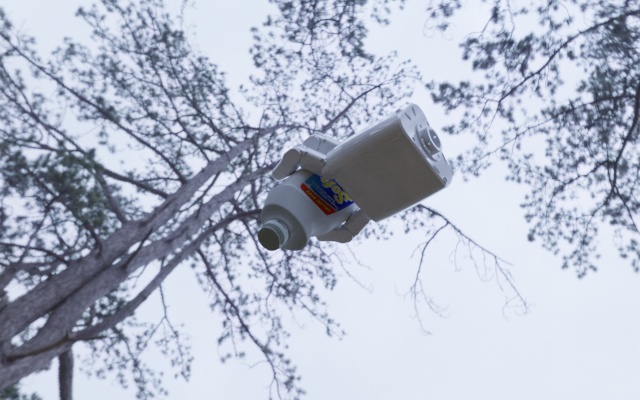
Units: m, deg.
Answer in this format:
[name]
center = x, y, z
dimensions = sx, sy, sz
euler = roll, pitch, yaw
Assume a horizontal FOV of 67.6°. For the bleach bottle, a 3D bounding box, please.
[bleach bottle]
center = 0.000, 0.002, 0.620
dimensions = 0.068, 0.102, 0.250
euler = -29, 8, 33
